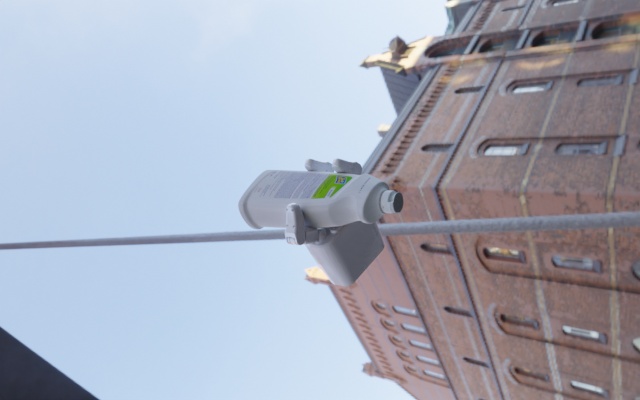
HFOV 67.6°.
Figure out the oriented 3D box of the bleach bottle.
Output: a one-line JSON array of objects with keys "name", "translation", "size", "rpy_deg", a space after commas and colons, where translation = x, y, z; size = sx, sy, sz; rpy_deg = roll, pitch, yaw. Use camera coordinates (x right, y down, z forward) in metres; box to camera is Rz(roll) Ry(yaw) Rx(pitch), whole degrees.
[{"name": "bleach bottle", "translation": [0.000, 0.002, 0.704], "size": [0.251, 0.068, 0.102], "rpy_deg": [4, 47, 37]}]
